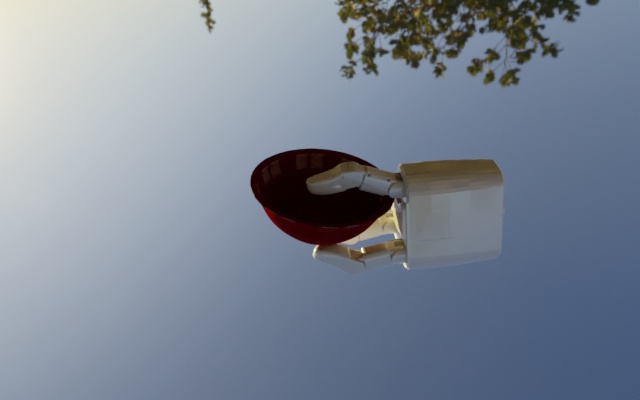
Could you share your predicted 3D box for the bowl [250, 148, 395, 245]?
[{"bbox_3d":[-0.001,0.002,0.546,0.162,0.055,0.162,5,34,-4],"label":"bowl"}]
